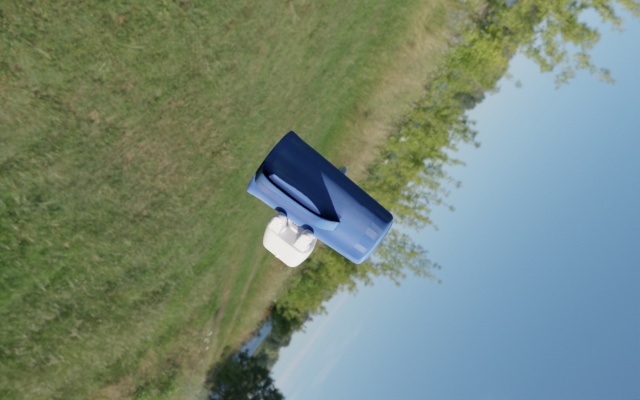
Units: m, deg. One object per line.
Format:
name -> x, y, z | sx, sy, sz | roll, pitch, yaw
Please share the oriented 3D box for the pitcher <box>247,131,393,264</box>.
pitcher -> 0.000, 0.003, 0.828 | 0.243, 0.149, 0.145 | 37, -26, 1
